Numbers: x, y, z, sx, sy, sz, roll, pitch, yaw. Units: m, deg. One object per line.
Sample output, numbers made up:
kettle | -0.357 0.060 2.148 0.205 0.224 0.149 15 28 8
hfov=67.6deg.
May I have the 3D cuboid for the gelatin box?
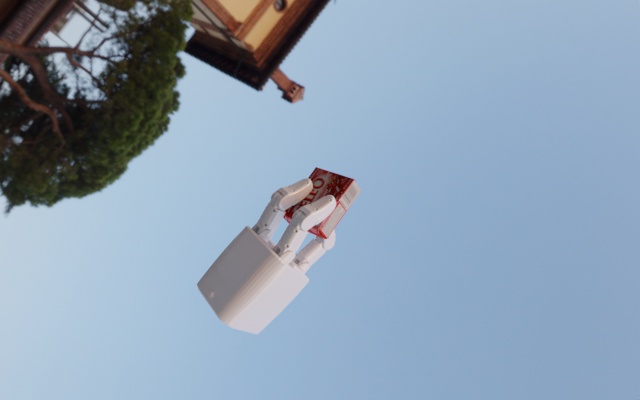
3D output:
gelatin box | 0.000 0.002 0.650 0.073 0.089 0.030 21 -24 41
